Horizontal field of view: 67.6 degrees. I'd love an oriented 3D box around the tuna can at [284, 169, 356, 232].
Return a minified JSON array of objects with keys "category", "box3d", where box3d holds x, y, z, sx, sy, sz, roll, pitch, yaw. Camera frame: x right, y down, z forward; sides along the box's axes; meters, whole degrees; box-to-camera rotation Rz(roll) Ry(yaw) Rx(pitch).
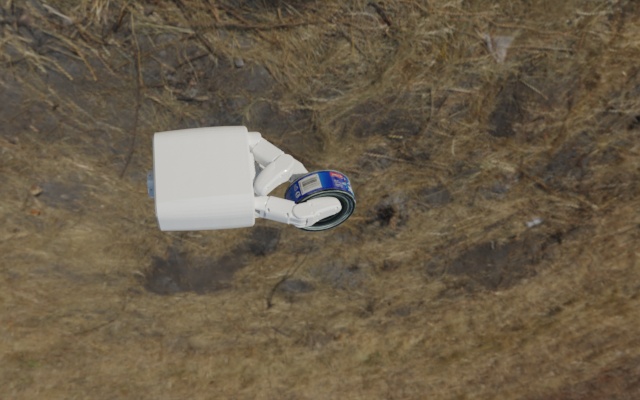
[{"category":"tuna can","box3d":[0.000,0.002,0.593,0.086,0.033,0.086,-11,-37,-8]}]
